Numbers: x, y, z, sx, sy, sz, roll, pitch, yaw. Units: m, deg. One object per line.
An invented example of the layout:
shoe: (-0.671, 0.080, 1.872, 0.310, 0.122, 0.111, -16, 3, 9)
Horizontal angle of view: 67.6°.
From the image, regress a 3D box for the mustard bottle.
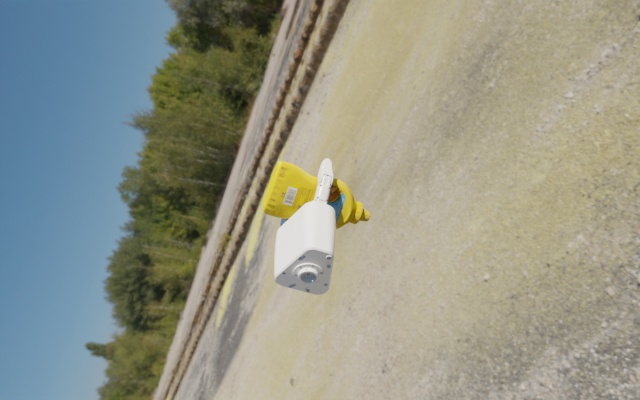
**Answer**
mustard bottle: (0.000, 0.003, 0.856, 0.191, 0.096, 0.058, 17, 14, -14)
